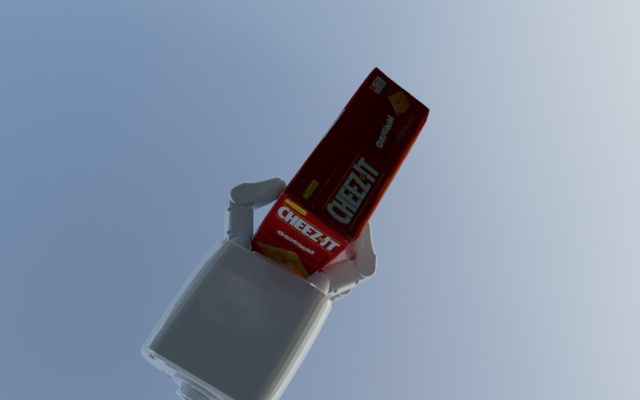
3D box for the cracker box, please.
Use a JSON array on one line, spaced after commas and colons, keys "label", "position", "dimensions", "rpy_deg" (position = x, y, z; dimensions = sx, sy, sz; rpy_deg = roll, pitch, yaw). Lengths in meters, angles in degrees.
[{"label": "cracker box", "position": [0.000, 0.001, 0.464], "dimensions": [0.072, 0.164, 0.214], "rpy_deg": [36, -33, -4]}]
